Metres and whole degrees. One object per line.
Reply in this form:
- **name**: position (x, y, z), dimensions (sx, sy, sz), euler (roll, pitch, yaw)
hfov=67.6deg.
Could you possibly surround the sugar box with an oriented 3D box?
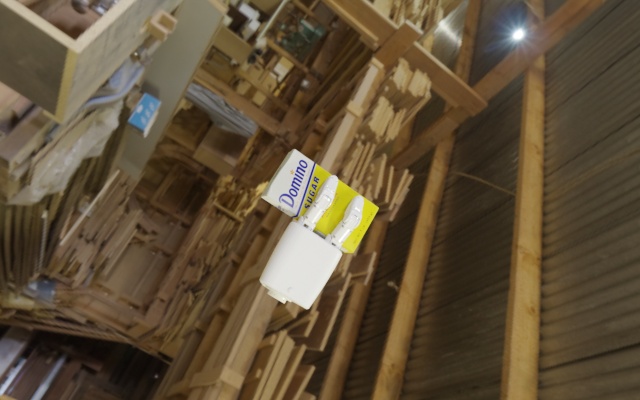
- **sugar box**: position (0.000, 0.003, 0.793), dimensions (0.176, 0.093, 0.048), euler (34, -14, -15)
